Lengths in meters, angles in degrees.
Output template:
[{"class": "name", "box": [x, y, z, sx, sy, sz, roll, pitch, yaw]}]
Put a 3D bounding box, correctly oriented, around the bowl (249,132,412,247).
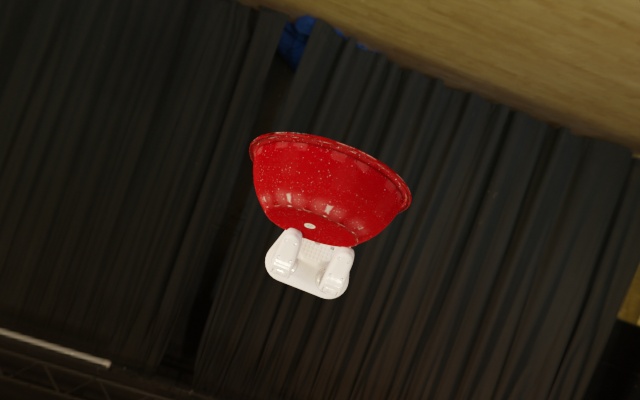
[{"class": "bowl", "box": [0.000, 0.001, 0.449, 0.162, 0.055, 0.162, 17, -20, 6]}]
